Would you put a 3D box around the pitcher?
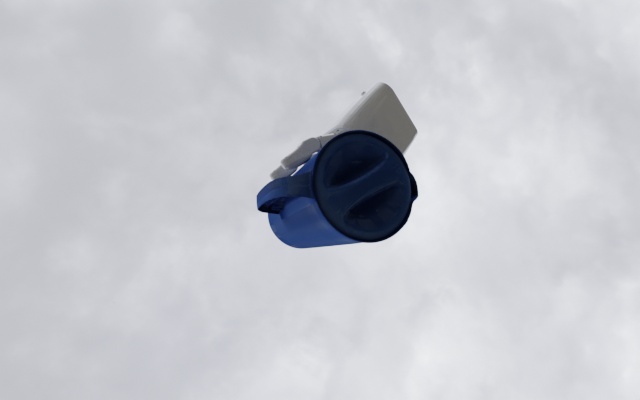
[{"bbox_3d":[0.000,0.002,0.650,0.149,0.145,0.243,44,-23,-9],"label":"pitcher"}]
